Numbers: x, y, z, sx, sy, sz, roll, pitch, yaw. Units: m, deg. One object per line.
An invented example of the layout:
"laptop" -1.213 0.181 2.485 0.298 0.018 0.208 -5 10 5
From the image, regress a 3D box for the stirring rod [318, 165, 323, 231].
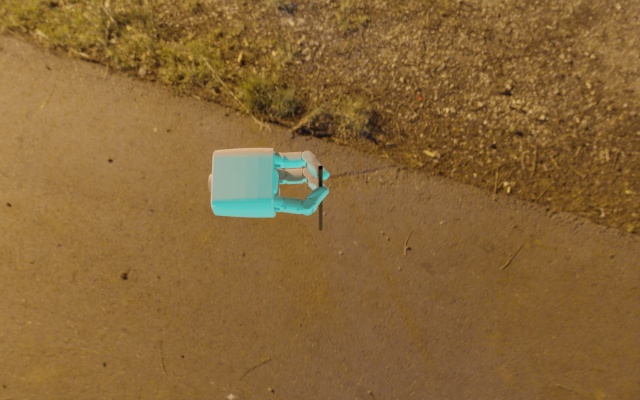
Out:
"stirring rod" 0.000 0.003 0.877 0.011 0.011 0.240 0 -28 0
